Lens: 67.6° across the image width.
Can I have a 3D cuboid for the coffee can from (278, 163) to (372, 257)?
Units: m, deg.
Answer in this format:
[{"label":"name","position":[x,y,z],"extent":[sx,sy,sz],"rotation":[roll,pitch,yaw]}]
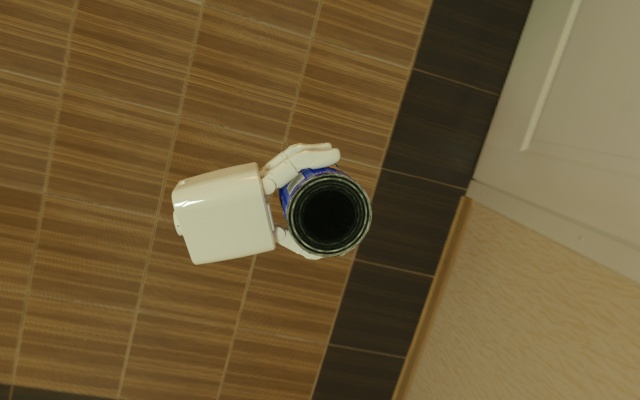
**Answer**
[{"label":"coffee can","position":[0.000,0.002,0.625],"extent":[0.103,0.103,0.140],"rotation":[0,14,-9]}]
